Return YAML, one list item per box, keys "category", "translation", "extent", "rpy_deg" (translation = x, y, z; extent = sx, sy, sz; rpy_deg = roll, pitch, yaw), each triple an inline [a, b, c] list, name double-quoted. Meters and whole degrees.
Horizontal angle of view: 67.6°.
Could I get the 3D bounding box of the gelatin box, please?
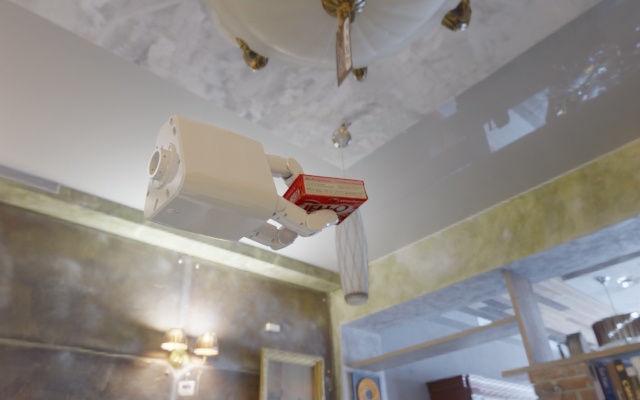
- category: "gelatin box"
  translation: [0.000, 0.001, 0.573]
  extent: [0.089, 0.030, 0.073]
  rpy_deg: [4, -29, -29]
